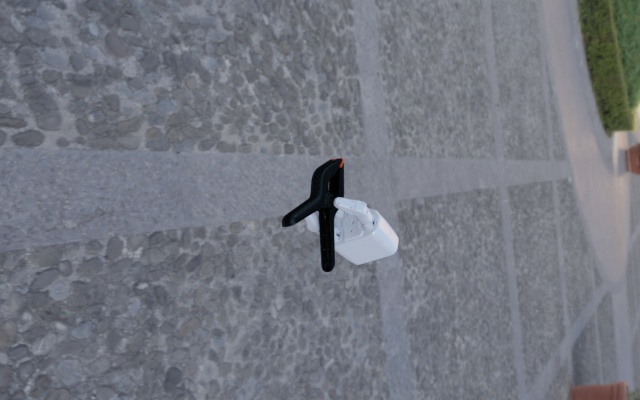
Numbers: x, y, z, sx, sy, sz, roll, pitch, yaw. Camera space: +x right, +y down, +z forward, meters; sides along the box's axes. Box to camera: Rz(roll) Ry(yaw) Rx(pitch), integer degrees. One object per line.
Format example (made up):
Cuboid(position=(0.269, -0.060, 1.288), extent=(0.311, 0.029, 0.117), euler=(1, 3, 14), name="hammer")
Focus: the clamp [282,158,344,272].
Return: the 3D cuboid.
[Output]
Cuboid(position=(0.001, 0.002, 0.856), extent=(0.036, 0.210, 0.165), euler=(-2, -30, 31), name="clamp")
